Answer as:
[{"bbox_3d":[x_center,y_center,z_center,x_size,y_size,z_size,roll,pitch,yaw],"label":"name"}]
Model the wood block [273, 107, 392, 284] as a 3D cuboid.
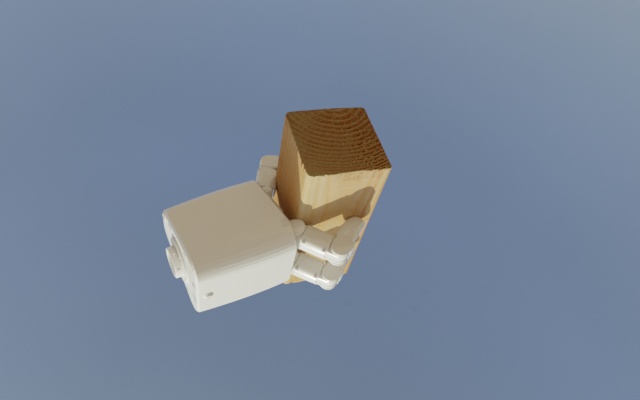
[{"bbox_3d":[0.000,0.002,0.552,0.090,0.090,0.206,-7,-35,-18],"label":"wood block"}]
